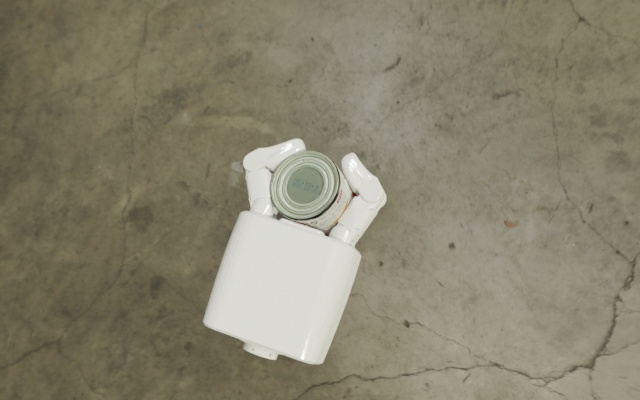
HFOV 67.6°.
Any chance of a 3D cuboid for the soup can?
[{"bbox_3d":[0.000,0.001,0.466,0.068,0.068,0.102,0,-18,19],"label":"soup can"}]
